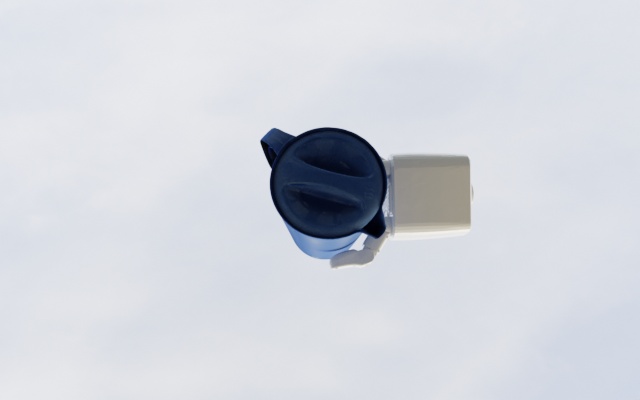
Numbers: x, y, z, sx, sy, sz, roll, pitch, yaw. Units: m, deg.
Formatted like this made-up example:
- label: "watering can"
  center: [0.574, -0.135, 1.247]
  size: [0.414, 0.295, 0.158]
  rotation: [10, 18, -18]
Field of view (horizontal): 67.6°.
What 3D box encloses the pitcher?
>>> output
- label: "pitcher"
  center: [0.000, 0.002, 0.646]
  size: [0.145, 0.149, 0.243]
  rotation: [-3, -16, -2]
